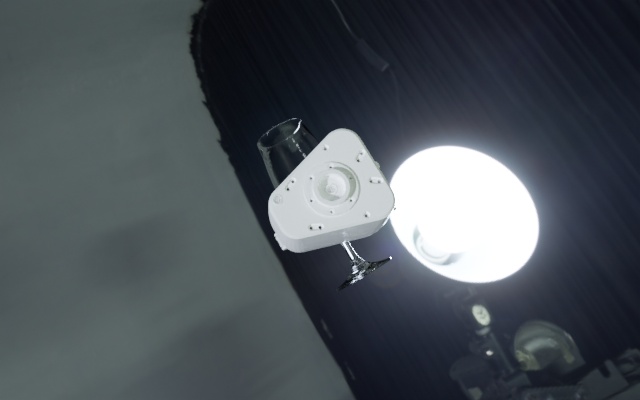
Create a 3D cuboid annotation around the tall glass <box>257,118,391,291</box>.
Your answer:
[{"bbox_3d":[0.000,0.003,0.569,0.079,0.201,0.079,-30,-8,-5],"label":"tall glass"}]
